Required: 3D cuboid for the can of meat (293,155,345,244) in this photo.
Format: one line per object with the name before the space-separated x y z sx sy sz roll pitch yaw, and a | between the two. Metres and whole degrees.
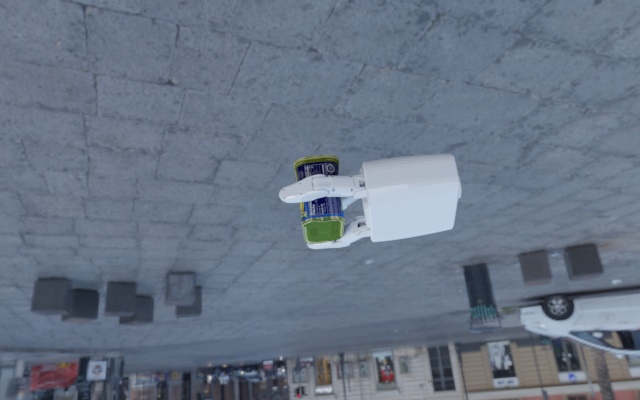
can of meat | 0.000 0.002 0.610 0.057 0.084 0.102 -6 -20 -1
